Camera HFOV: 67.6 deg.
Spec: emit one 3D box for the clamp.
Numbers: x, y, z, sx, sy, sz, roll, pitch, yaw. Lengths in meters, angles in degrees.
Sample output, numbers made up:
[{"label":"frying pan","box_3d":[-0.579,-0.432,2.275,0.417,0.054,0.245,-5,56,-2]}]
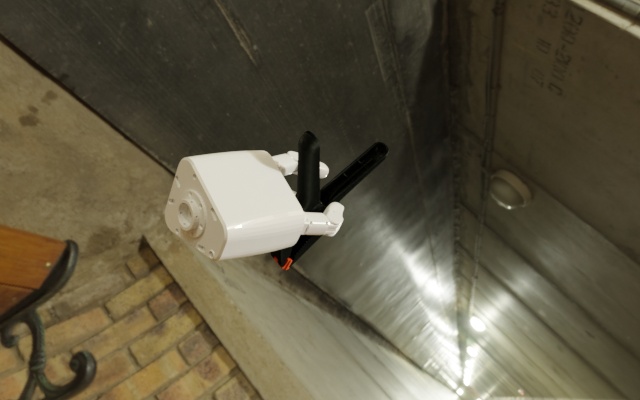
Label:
[{"label":"clamp","box_3d":[0.000,0.003,0.618,0.164,0.210,0.036,-8,44,-46]}]
